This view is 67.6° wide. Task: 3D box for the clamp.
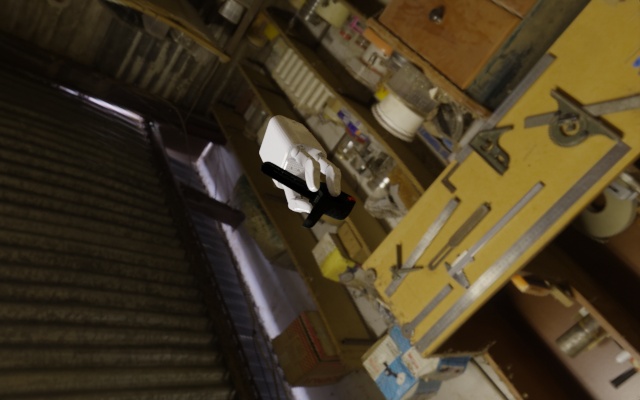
[{"bbox_3d":[0.000,0.003,0.887,0.210,0.036,0.164,15,31,-44],"label":"clamp"}]
